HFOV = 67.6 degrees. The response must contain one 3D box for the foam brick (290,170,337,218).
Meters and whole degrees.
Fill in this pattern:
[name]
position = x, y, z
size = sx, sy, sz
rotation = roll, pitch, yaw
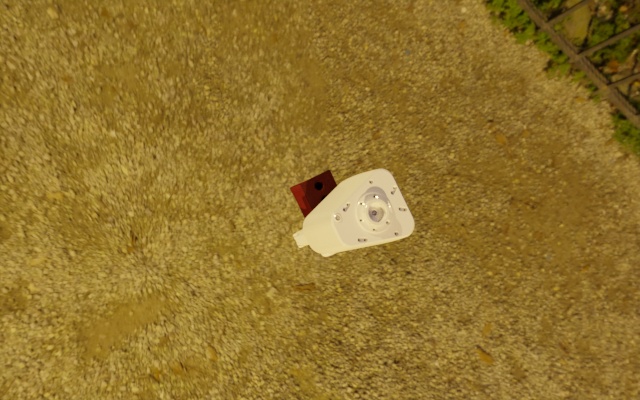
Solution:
[foam brick]
position = 0.000, 0.002, 0.697
size = 0.053, 0.078, 0.051
rotation = -27, 2, -20
